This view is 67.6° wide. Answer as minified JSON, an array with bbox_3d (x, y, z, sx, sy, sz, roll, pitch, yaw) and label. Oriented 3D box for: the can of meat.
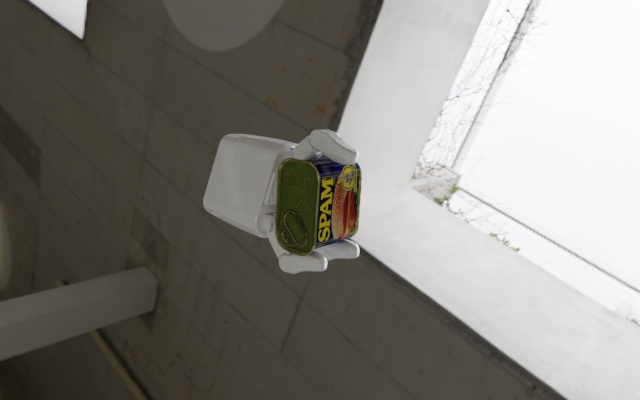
[{"bbox_3d":[0.000,0.002,0.532,0.057,0.102,0.084,14,17,38],"label":"can of meat"}]
